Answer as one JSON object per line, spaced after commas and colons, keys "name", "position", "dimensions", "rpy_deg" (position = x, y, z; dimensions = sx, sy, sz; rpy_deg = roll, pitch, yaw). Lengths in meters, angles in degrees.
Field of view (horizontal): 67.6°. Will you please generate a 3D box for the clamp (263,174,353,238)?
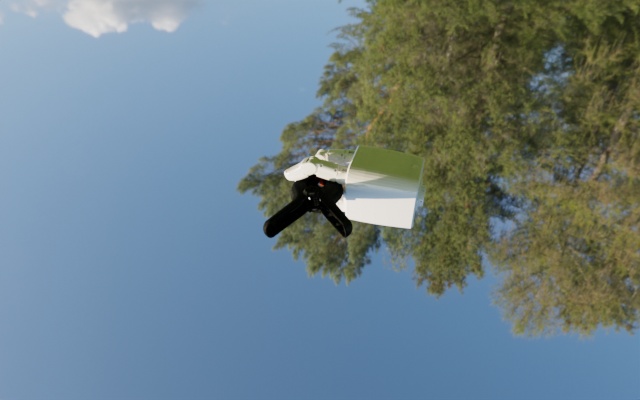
{"name": "clamp", "position": [0.000, 0.003, 0.691], "dimensions": [0.120, 0.039, 0.171], "rpy_deg": [9, 37, 13]}
